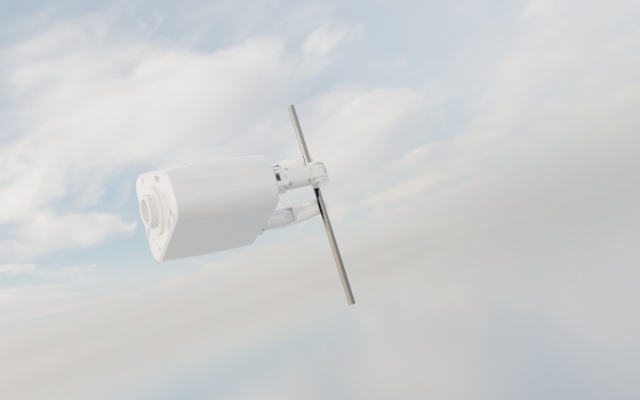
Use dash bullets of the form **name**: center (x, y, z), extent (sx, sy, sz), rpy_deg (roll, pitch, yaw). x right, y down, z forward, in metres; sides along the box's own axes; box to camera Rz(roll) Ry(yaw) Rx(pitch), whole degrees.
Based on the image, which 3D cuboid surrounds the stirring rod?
- **stirring rod**: center (0.000, 0.002, 0.548), extent (0.011, 0.239, 0.011), rpy_deg (-17, -9, -3)
